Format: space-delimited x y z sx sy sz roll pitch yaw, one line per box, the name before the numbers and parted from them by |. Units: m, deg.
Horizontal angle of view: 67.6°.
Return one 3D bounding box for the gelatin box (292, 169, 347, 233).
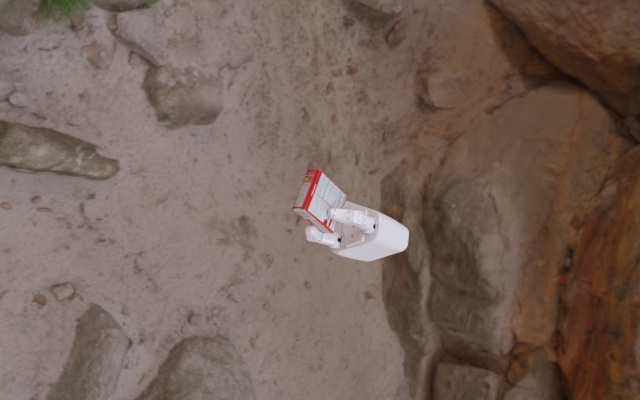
gelatin box | 0.000 0.002 0.778 0.030 0.073 0.089 3 -27 39
